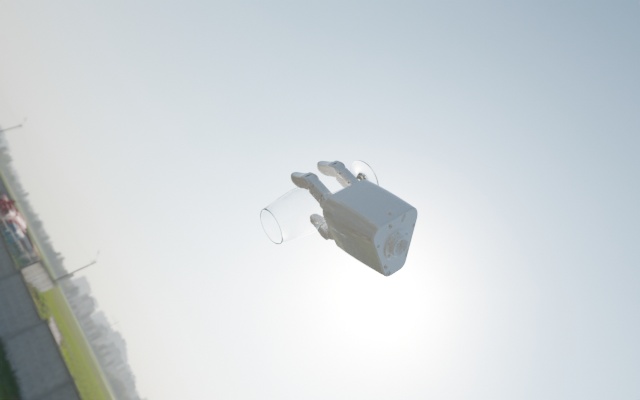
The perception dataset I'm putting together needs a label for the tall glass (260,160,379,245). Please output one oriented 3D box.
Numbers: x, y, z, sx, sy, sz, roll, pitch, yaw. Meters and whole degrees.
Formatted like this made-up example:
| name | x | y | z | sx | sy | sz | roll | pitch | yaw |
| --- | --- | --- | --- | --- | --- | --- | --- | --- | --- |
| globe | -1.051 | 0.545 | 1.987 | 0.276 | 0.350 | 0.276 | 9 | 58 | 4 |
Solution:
| name | x | y | z | sx | sy | sz | roll | pitch | yaw |
| --- | --- | --- | --- | --- | --- | --- | --- | --- | --- |
| tall glass | 0.001 | 0.002 | 0.791 | 0.201 | 0.079 | 0.079 | -26 | 14 | -29 |
